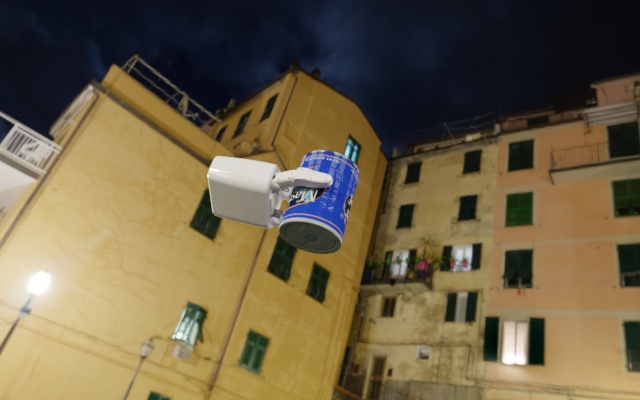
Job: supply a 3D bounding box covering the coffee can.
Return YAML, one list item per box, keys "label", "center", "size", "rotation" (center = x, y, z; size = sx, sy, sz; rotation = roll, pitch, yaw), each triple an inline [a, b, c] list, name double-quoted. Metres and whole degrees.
- label: "coffee can"
  center: [0.000, 0.003, 0.786]
  size: [0.103, 0.140, 0.103]
  rotation: [12, -31, 7]
